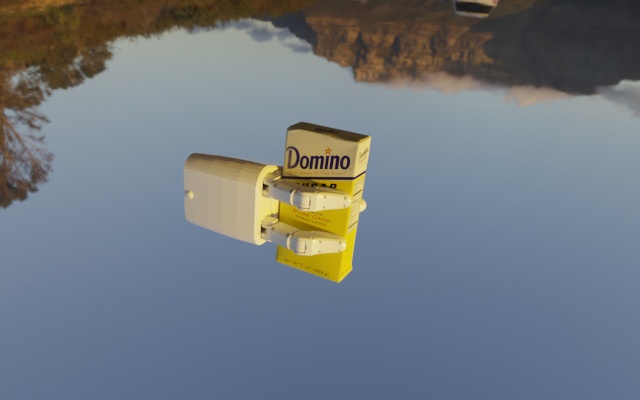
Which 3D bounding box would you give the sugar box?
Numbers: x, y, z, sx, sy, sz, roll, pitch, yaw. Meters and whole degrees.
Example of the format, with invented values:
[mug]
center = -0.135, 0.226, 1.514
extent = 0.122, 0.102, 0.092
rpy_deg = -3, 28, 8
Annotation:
[sugar box]
center = 0.000, 0.002, 0.572
extent = 0.093, 0.176, 0.048
rpy_deg = 15, 25, 22
